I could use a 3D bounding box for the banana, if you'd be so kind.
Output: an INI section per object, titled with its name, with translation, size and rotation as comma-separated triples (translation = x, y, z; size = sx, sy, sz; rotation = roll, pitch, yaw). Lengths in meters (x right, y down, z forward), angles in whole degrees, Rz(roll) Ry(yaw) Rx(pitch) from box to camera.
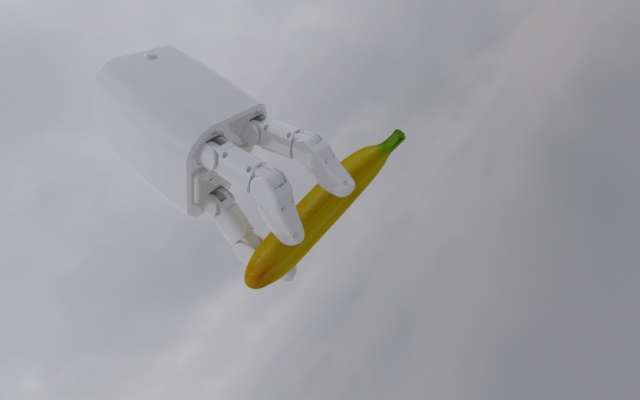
[banana]
translation = -0.001, 0.007, 0.420
size = 0.037, 0.197, 0.070
rotation = 40, -26, 8
